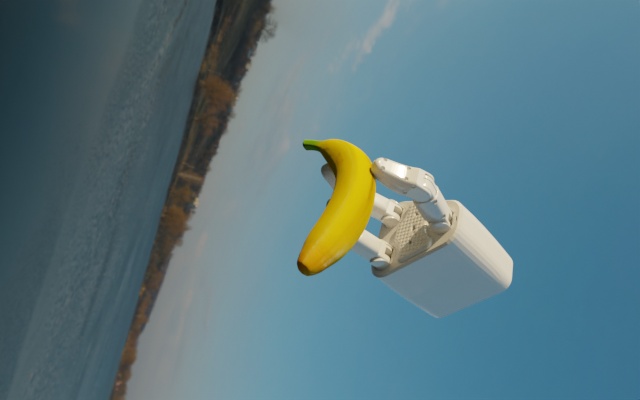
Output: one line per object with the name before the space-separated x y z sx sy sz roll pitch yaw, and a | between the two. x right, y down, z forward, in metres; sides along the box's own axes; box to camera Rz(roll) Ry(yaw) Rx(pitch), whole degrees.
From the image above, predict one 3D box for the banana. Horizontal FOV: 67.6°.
banana | 0.017 -0.006 0.433 0.069 0.037 0.197 -18 33 12
